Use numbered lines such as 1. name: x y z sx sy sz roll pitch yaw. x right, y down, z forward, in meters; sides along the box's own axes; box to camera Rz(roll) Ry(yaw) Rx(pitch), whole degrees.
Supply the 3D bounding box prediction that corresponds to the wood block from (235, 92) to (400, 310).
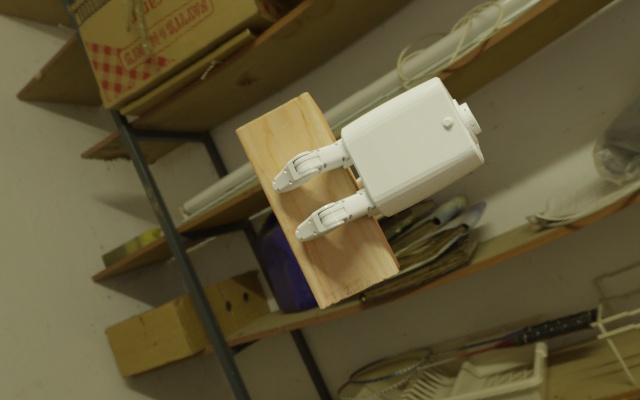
1. wood block: 0.000 0.001 0.526 0.090 0.206 0.091 -27 -7 7
